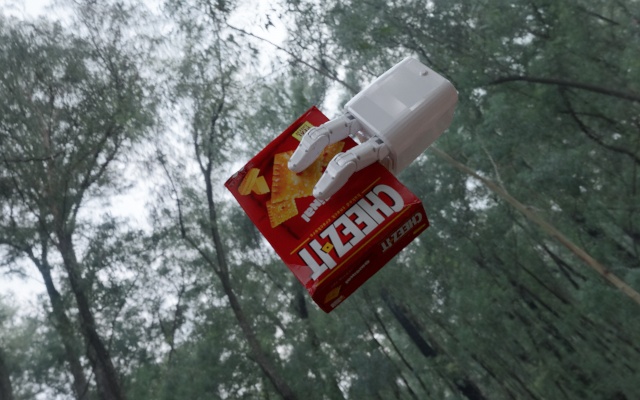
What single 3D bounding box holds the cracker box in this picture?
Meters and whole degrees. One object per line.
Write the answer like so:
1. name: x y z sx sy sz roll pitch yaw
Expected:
1. cracker box: 0.000 0.002 0.596 0.213 0.164 0.072 47 -4 34
